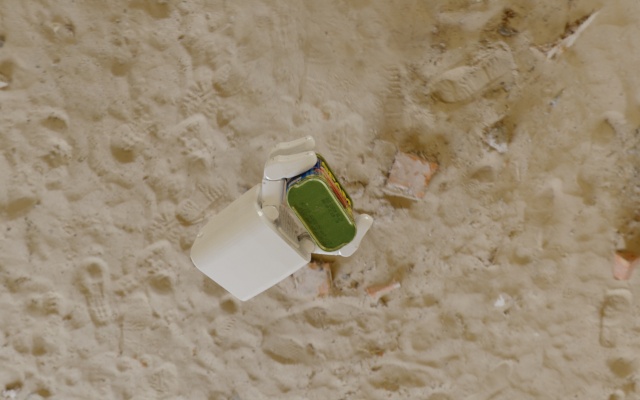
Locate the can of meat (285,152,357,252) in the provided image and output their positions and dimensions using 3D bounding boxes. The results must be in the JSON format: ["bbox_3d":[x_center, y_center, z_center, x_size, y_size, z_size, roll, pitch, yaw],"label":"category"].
[{"bbox_3d":[0.000,0.002,0.575,0.057,0.102,0.084,-32,20,10],"label":"can of meat"}]
